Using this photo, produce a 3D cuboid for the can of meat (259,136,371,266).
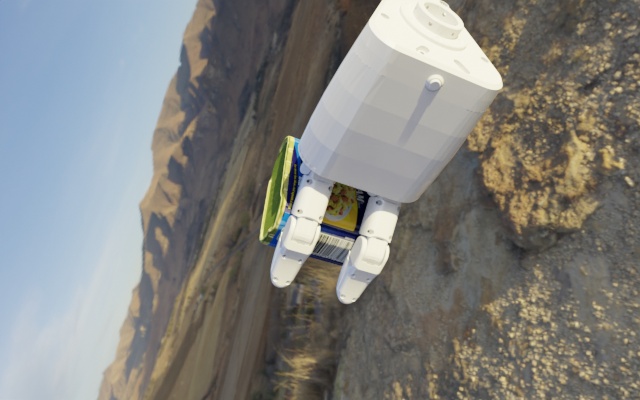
[{"bbox_3d":[0.000,0.001,0.402,0.084,0.102,0.057,18,-42,-16],"label":"can of meat"}]
